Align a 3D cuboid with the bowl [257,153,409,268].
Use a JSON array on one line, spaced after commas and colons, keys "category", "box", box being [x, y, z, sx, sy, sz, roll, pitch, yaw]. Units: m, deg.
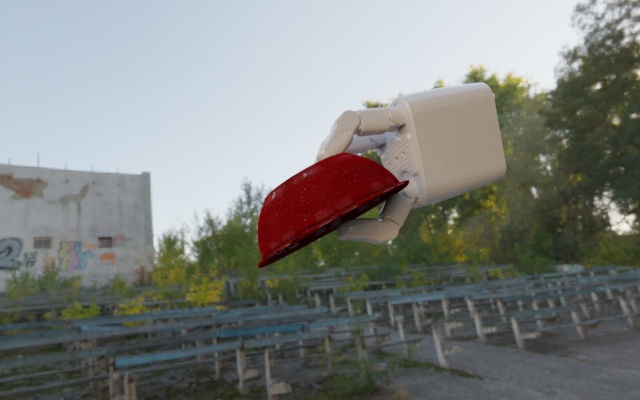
[{"category": "bowl", "box": [-0.001, 0.002, 0.450, 0.162, 0.055, 0.162, -29, -6, -3]}]
